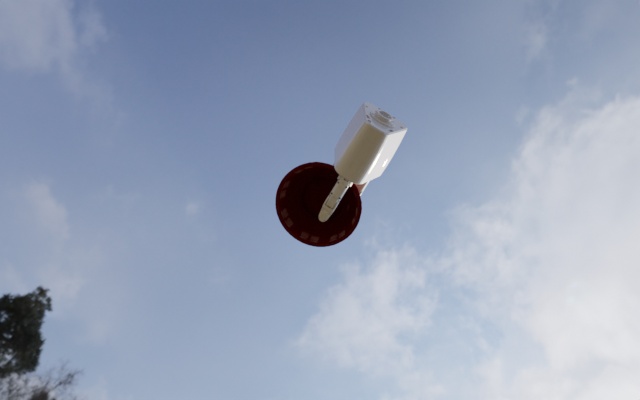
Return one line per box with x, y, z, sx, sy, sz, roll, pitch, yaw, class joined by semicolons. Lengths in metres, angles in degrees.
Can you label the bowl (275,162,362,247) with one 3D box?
-0.001;0.004;0.895;0.162;0.162;0.055;0;15;12;bowl
